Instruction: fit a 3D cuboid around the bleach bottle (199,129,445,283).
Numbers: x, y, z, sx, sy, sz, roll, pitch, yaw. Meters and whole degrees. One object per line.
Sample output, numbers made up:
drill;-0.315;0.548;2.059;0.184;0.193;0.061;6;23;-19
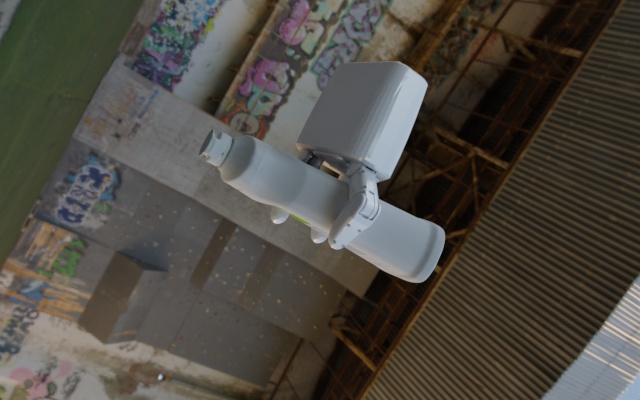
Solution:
bleach bottle;0.000;0.002;0.479;0.251;0.068;0.102;28;-7;-24
